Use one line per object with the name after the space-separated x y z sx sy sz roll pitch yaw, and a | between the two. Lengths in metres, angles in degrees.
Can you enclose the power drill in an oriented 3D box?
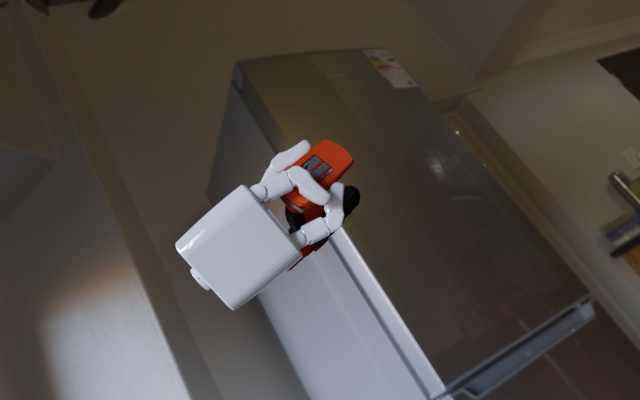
0.000 0.002 0.678 0.057 0.184 0.188 37 -28 20 | power drill
